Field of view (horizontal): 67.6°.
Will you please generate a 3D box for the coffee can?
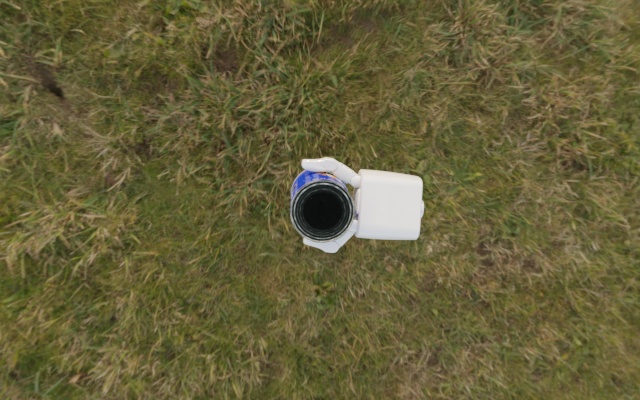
[{"bbox_3d":[0.000,0.003,0.813,0.103,0.103,0.140,0,13,-3],"label":"coffee can"}]
